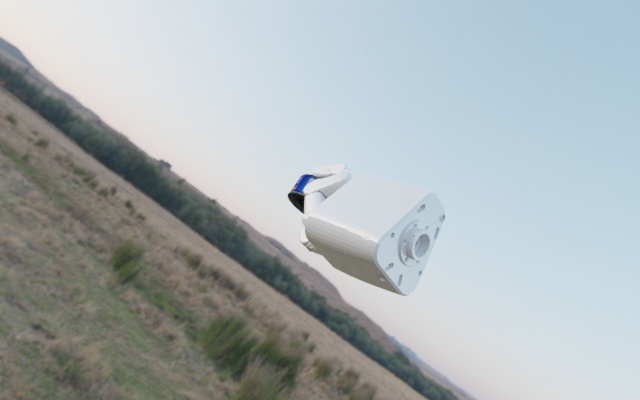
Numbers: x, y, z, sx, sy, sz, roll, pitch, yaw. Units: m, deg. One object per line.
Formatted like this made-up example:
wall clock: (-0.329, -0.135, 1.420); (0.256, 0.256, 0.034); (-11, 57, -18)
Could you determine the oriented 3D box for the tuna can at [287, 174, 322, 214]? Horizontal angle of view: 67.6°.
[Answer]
tuna can: (0.000, 0.002, 0.645); (0.086, 0.033, 0.086); (30, -17, 10)
